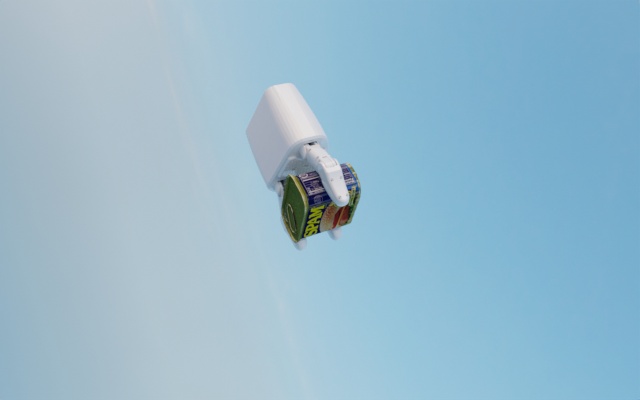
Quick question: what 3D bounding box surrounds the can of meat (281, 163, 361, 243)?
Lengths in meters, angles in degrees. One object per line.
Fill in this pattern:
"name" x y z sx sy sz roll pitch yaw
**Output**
"can of meat" 0.000 0.002 0.629 0.084 0.057 0.102 -16 -31 -22
